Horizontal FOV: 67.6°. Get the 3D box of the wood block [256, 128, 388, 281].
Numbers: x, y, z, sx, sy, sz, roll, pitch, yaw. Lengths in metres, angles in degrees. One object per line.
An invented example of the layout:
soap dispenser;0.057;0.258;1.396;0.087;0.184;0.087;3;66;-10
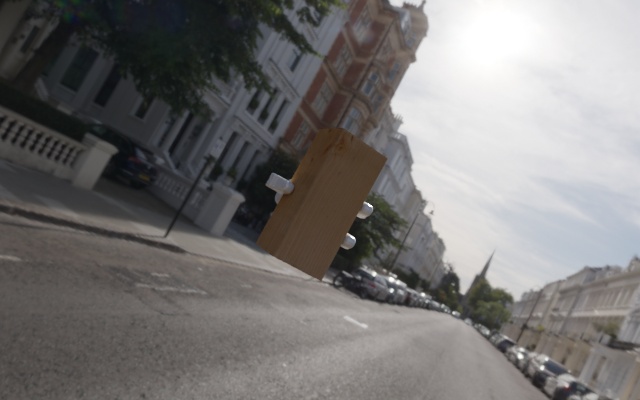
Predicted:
wood block;0.000;0.002;0.722;0.091;0.206;0.090;31;-5;-25
